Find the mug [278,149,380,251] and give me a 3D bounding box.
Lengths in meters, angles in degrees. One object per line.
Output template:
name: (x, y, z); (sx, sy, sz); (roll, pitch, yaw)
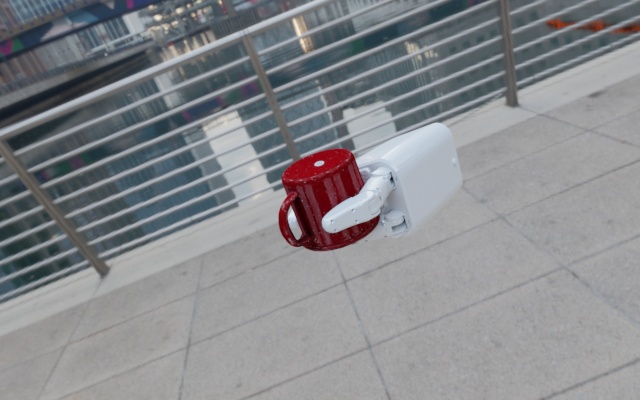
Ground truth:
mug: (-0.001, 0.002, 0.508); (0.117, 0.081, 0.093); (-35, 27, -32)
